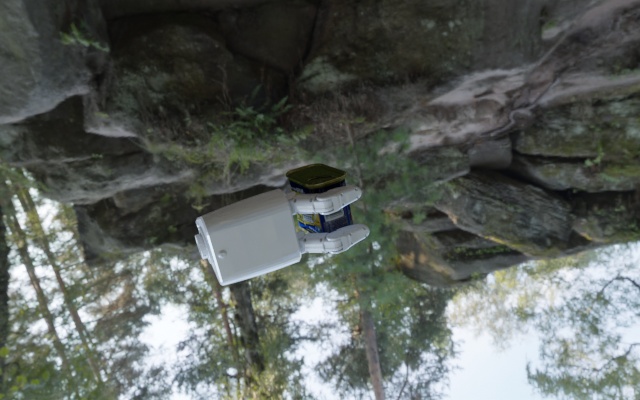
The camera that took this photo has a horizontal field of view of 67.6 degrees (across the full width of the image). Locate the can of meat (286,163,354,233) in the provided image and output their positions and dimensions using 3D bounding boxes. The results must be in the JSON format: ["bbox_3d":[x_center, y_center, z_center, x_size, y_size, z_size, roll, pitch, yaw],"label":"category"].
[{"bbox_3d":[0.000,0.002,0.647,0.057,0.084,0.102,-19,20,-21],"label":"can of meat"}]
